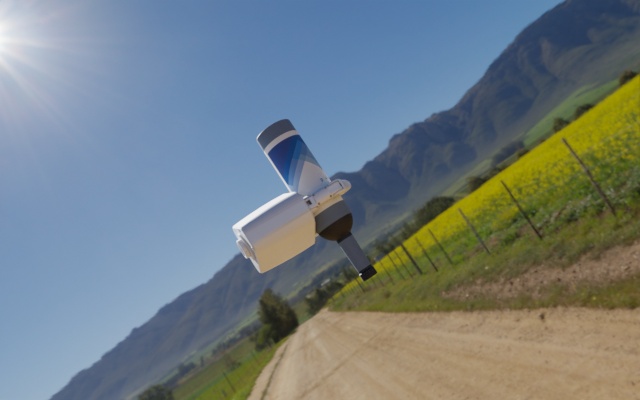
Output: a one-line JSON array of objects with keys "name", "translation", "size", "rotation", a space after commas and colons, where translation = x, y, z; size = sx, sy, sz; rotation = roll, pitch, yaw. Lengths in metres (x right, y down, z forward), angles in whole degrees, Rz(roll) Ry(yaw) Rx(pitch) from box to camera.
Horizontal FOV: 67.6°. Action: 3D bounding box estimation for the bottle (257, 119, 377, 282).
[{"name": "bottle", "translation": [0.000, 0.002, 0.790], "size": [0.069, 0.295, 0.069], "rotation": [-33, -9, -6]}]
